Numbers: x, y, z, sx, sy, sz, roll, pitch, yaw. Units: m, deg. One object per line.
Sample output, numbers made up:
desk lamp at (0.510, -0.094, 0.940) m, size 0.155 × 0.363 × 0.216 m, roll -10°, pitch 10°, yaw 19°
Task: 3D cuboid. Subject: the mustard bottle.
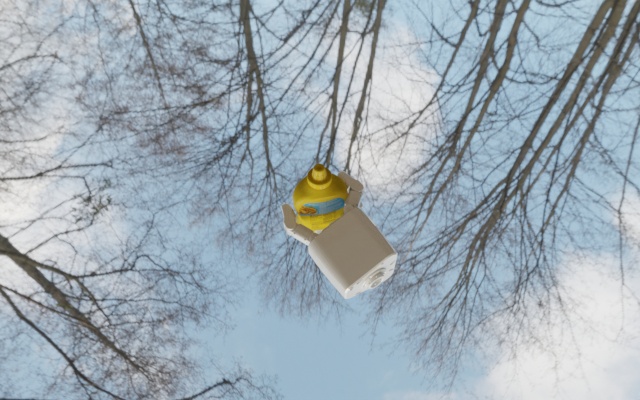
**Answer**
mustard bottle at (0.000, 0.003, 0.839) m, size 0.096 × 0.058 × 0.192 m, roll -9°, pitch -34°, yaw -5°
